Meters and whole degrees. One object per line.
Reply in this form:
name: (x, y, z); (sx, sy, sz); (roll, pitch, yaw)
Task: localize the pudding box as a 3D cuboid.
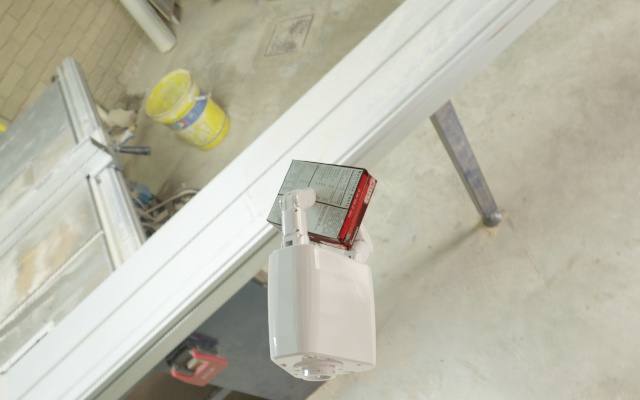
pudding box: (0.000, 0.002, 0.562); (0.113, 0.090, 0.039); (12, -18, 36)
